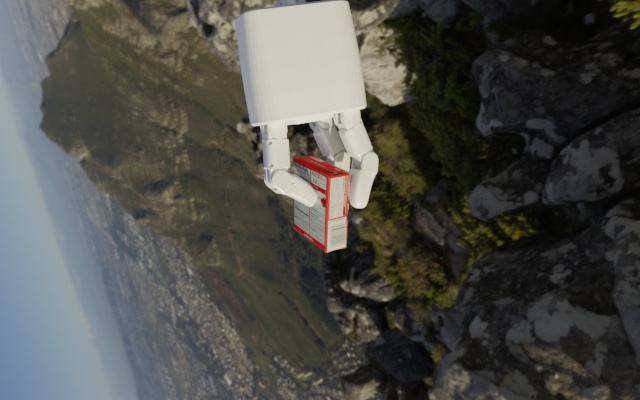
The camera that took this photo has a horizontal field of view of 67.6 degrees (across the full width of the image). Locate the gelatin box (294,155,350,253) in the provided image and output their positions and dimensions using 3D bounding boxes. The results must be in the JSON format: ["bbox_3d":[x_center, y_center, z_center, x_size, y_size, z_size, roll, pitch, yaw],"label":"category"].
[{"bbox_3d":[0.000,0.002,0.526,0.030,0.089,0.073,-11,23,-30],"label":"gelatin box"}]
